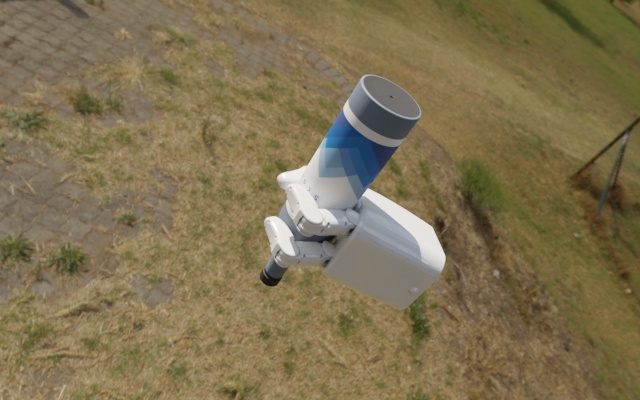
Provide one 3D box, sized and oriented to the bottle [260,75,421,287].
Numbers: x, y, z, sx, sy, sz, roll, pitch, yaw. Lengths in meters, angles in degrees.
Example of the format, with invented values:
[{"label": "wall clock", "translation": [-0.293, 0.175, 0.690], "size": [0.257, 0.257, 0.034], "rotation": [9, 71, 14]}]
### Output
[{"label": "bottle", "translation": [0.000, 0.002, 0.531], "size": [0.069, 0.069, 0.296], "rotation": [0, -42, -37]}]
